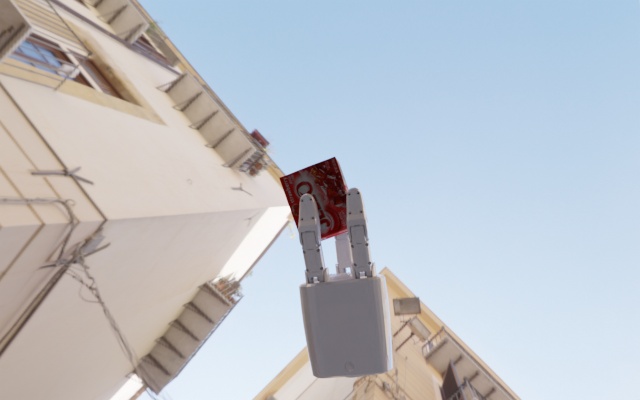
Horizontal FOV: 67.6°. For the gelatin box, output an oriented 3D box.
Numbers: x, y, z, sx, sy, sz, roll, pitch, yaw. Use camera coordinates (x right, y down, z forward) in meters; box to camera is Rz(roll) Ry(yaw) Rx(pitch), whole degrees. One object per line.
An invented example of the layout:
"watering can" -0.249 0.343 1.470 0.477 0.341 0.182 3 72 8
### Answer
"gelatin box" 0.000 0.002 0.572 0.073 0.089 0.030 -21 -11 7
